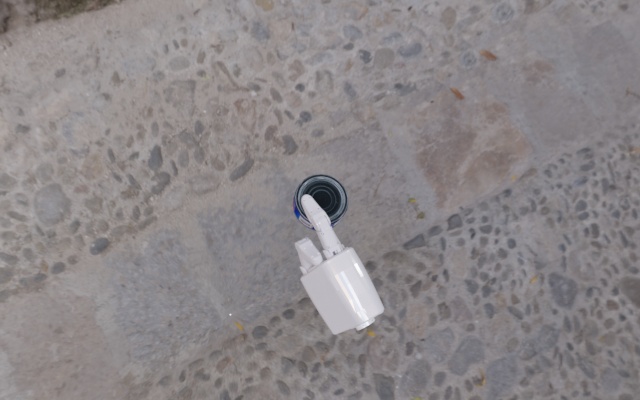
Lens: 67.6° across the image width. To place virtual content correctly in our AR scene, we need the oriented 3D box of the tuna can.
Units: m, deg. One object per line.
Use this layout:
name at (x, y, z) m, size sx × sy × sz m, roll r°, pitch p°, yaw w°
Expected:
tuna can at (0.000, 0.002, 0.749) m, size 0.086 × 0.086 × 0.034 m, roll 0°, pitch -18°, yaw -8°
